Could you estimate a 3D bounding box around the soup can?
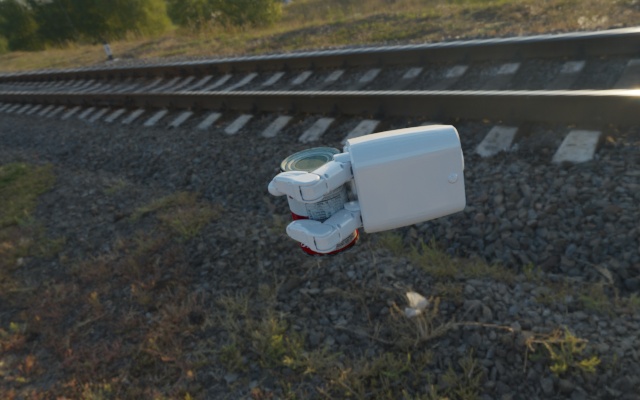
[{"bbox_3d":[0.000,0.001,0.517,0.068,0.102,0.068,-11,26,5],"label":"soup can"}]
